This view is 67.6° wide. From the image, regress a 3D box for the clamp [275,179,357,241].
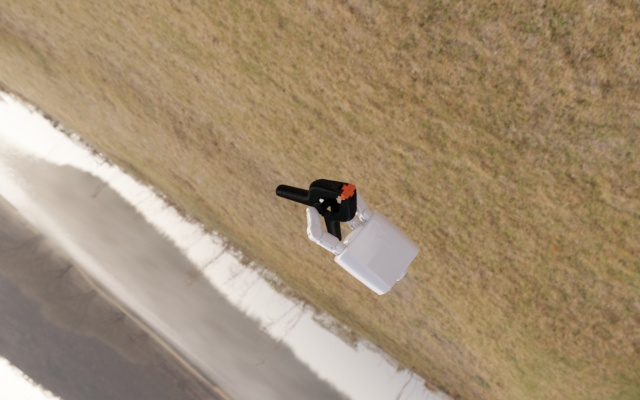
[{"bbox_3d":[0.000,0.003,0.859,0.164,0.036,0.210,38,-24,-2],"label":"clamp"}]
